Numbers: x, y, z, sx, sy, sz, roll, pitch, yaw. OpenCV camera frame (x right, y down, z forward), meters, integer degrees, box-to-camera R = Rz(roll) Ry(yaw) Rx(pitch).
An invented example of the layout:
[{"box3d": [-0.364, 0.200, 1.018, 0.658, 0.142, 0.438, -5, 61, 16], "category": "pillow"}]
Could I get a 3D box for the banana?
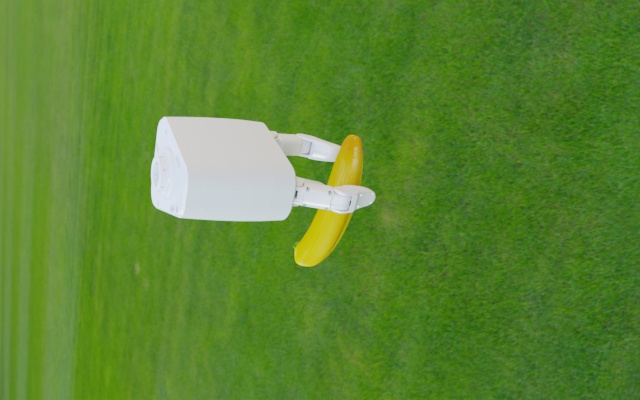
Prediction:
[{"box3d": [0.005, 0.018, 0.548, 0.037, 0.069, 0.198, 0, -43, -31], "category": "banana"}]
